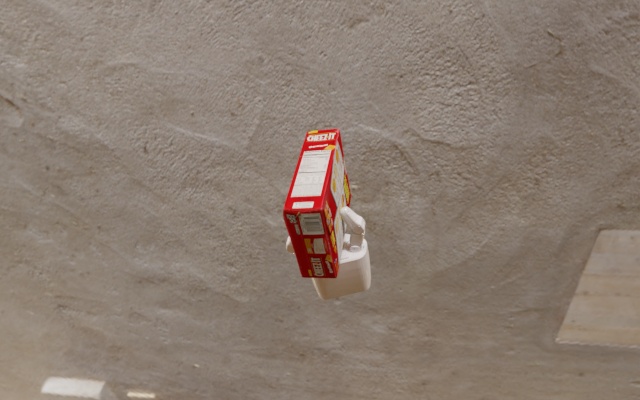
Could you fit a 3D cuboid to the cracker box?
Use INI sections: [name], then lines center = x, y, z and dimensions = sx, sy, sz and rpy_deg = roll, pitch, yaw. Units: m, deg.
[cracker box]
center = 0.000, 0.003, 0.836
dimensions = 0.072, 0.164, 0.213
rpy_deg = -1, 42, 13
